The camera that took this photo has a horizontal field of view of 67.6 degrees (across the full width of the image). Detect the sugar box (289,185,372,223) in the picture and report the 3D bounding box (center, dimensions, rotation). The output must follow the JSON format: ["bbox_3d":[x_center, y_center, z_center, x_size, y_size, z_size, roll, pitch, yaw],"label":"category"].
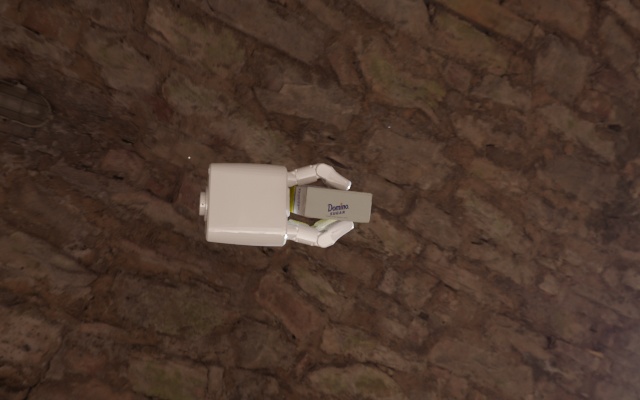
[{"bbox_3d":[0.000,0.003,0.700,0.093,0.048,0.176,6,3,-15],"label":"sugar box"}]
